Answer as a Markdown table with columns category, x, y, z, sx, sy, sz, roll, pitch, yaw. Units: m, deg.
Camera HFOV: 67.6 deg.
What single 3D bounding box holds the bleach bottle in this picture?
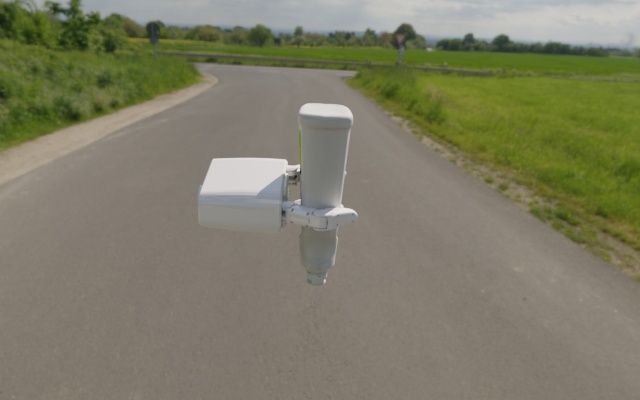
| category | x | y | z | sx | sy | sz | roll | pitch | yaw |
| --- | --- | --- | --- | --- | --- | --- | --- | --- | --- |
| bleach bottle | 0.000 | 0.002 | 0.643 | 0.068 | 0.251 | 0.102 | 3 | 20 | -1 |
